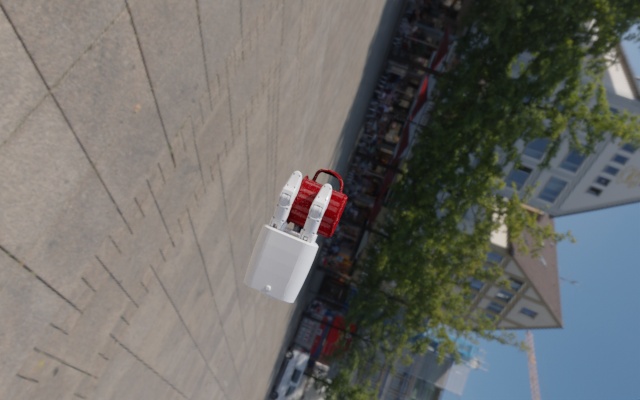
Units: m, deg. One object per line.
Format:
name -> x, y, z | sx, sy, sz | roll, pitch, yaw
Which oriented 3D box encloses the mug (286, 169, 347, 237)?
mug -> 0.001, 0.001, 0.835 | 0.081, 0.117, 0.093 | 23, 2, 6
